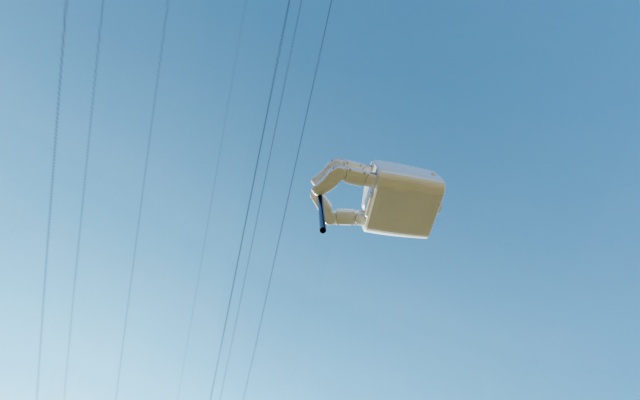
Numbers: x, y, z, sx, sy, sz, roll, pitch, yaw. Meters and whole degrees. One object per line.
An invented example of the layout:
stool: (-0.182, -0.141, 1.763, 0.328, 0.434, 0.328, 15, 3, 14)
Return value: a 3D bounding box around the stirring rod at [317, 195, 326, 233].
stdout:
stirring rod: (0.000, 0.002, 0.693, 0.011, 0.011, 0.239, 0, 16, -1)
